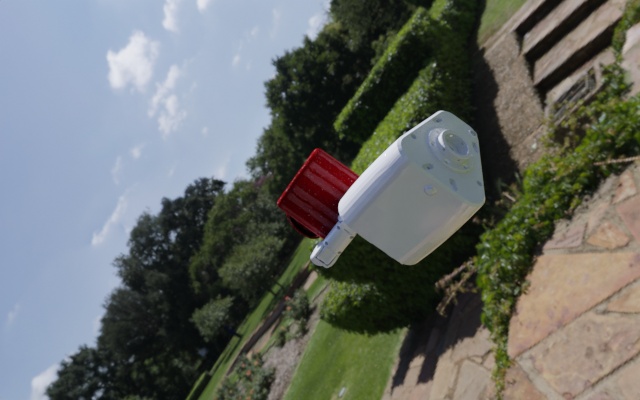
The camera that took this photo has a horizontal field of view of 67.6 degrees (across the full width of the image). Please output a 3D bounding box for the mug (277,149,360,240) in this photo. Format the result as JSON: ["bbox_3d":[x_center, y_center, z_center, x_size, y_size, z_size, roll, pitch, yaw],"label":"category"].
[{"bbox_3d":[-0.001,0.002,0.549,0.081,0.093,0.117,35,-44,-4],"label":"mug"}]
